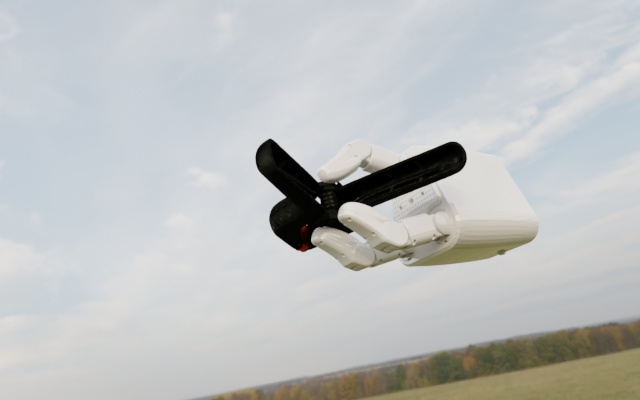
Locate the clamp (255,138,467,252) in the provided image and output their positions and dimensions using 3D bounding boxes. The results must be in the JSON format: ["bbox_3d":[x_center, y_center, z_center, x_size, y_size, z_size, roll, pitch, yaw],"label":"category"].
[{"bbox_3d":[0.000,0.001,0.418,0.164,0.036,0.210,2,-24,-26],"label":"clamp"}]
